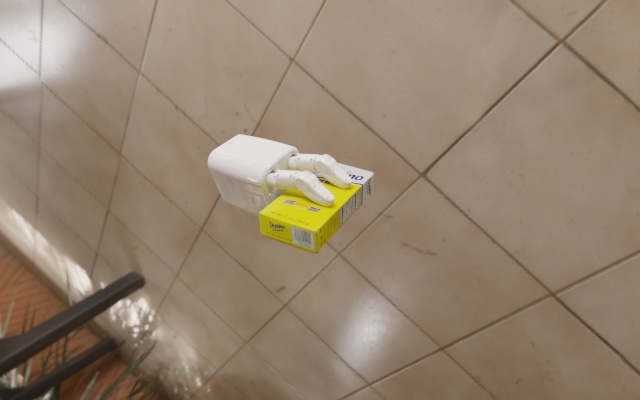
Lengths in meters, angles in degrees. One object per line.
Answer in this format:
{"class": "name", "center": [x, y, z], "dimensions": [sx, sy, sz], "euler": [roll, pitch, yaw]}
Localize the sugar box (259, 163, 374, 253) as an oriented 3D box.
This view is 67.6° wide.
{"class": "sugar box", "center": [0.000, 0.002, 0.695], "dimensions": [0.093, 0.048, 0.176], "euler": [17, 39, 25]}
